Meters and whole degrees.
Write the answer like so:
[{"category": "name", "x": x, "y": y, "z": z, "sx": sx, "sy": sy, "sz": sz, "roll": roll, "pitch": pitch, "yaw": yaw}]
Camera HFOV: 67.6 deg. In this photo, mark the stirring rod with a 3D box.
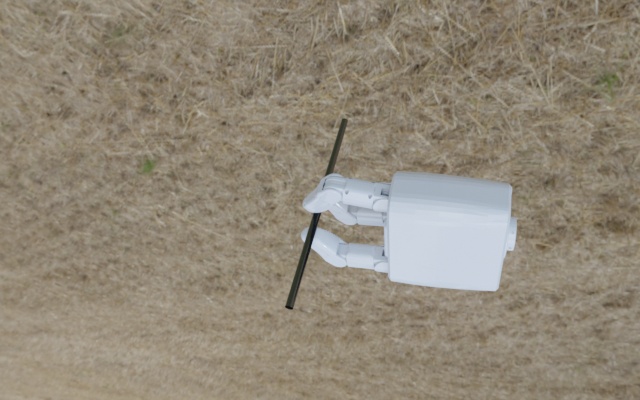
[{"category": "stirring rod", "x": 0.000, "y": 0.002, "z": 0.502, "sx": 0.011, "sy": 0.239, "sz": 0.011, "roll": 12, "pitch": -33, "yaw": 8}]
